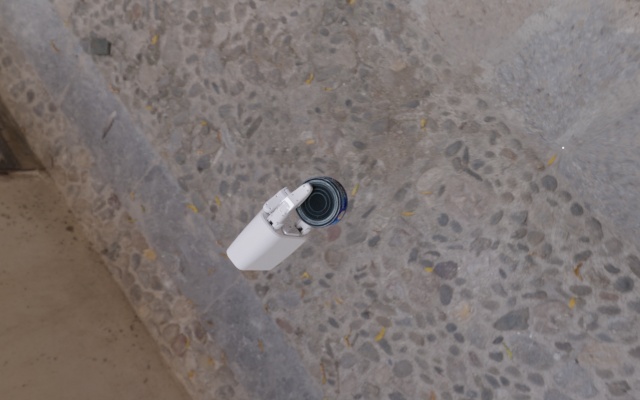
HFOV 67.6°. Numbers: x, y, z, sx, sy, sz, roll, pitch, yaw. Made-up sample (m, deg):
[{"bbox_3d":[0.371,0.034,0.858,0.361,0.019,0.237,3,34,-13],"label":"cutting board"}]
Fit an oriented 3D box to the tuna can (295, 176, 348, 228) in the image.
[{"bbox_3d":[0.000,0.003,0.795,0.086,0.086,0.034,0,2,23],"label":"tuna can"}]
